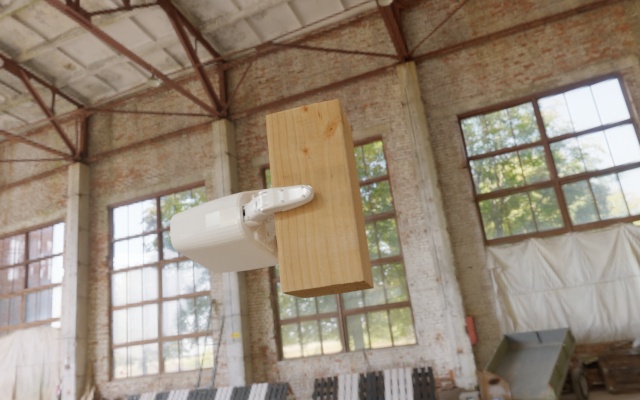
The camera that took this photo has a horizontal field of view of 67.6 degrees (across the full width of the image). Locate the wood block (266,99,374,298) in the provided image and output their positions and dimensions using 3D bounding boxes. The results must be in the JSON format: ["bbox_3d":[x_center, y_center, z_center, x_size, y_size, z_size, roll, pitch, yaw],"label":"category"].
[{"bbox_3d":[0.000,0.002,0.554,0.090,0.206,0.091,-10,-17,11],"label":"wood block"}]
